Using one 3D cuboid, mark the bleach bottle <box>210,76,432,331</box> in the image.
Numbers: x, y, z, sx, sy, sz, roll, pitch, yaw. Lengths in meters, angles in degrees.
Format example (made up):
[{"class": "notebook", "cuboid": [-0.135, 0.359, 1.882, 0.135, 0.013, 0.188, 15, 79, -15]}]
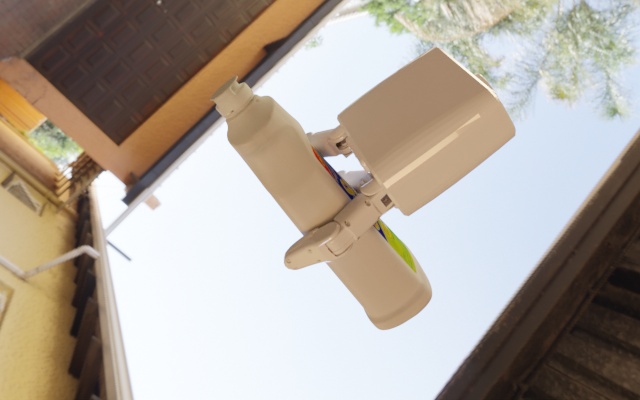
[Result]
[{"class": "bleach bottle", "cuboid": [0.000, 0.001, 0.417, 0.068, 0.251, 0.102, -36, 27, 10]}]
